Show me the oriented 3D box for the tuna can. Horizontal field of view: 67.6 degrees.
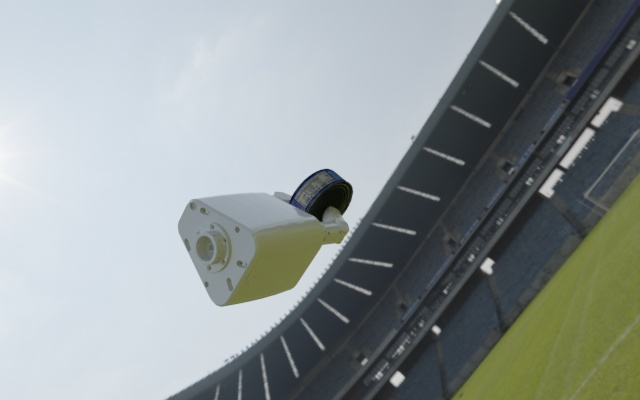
[{"bbox_3d":[0.000,0.002,0.616,0.033,0.086,0.086,41,23,29],"label":"tuna can"}]
